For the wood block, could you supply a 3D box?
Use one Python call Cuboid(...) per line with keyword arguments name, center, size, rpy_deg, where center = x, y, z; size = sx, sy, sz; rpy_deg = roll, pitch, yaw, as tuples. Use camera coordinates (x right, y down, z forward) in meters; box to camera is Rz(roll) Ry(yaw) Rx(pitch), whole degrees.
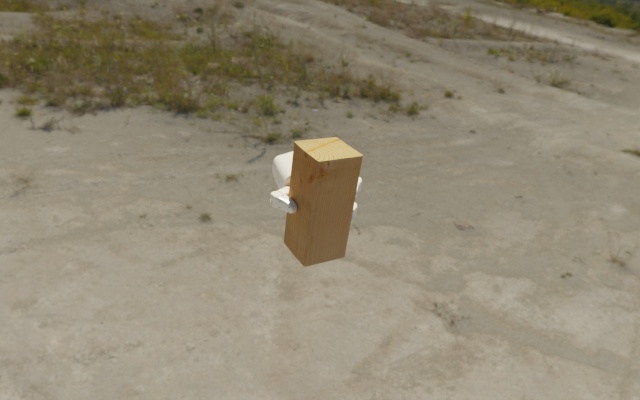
Cuboid(name="wood block", center=(0.000, 0.003, 0.851), size=(0.091, 0.206, 0.090), rpy_deg=(-10, 32, -29))
